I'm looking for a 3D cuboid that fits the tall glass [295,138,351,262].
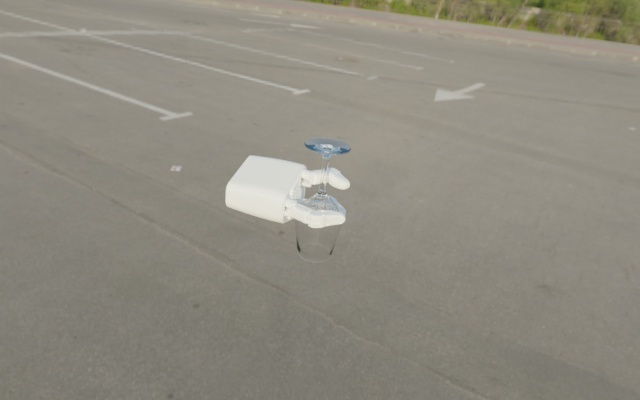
[{"bbox_3d":[0.000,0.002,0.796,0.079,0.201,0.079,6,25,-3],"label":"tall glass"}]
